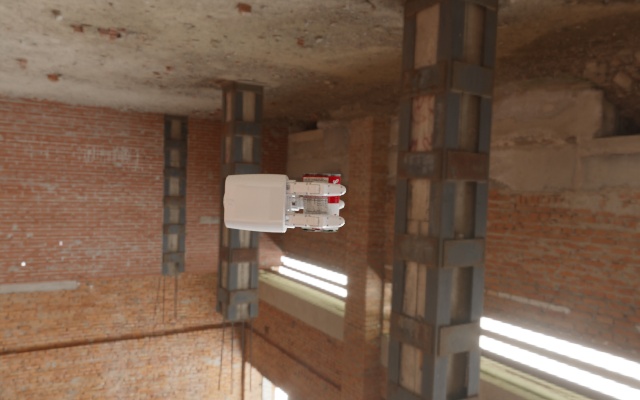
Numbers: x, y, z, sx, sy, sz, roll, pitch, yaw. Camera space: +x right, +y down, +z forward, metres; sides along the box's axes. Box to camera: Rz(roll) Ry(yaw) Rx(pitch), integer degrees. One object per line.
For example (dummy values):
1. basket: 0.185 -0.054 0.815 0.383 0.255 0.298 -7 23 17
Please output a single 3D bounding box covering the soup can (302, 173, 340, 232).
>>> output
1. soup can: 0.001 0.003 0.857 0.068 0.102 0.068 2 2 0
